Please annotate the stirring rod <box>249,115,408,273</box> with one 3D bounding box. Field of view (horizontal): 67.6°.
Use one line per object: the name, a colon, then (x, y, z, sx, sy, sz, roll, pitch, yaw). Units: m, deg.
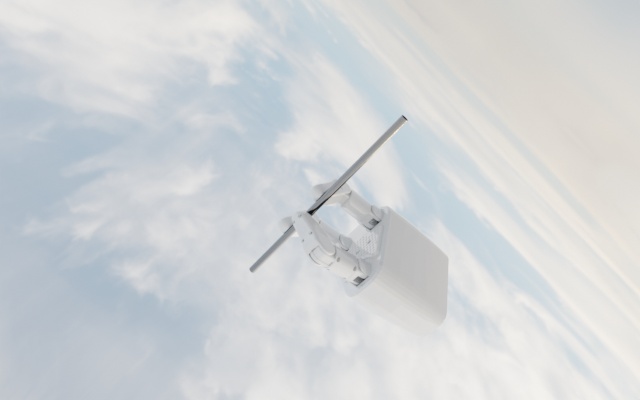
stirring rod: (0.000, 0.002, 0.487, 0.239, 0.011, 0.011, -45, -23, 25)
